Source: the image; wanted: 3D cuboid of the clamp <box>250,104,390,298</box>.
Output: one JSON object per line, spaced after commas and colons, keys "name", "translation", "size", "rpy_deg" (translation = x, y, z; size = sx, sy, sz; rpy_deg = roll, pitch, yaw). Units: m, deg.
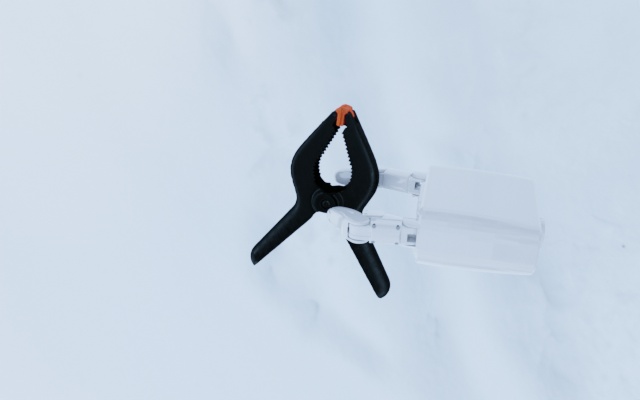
{"name": "clamp", "translation": [0.000, 0.001, 0.516], "size": [0.164, 0.210, 0.036], "rpy_deg": [6, 21, 12]}
